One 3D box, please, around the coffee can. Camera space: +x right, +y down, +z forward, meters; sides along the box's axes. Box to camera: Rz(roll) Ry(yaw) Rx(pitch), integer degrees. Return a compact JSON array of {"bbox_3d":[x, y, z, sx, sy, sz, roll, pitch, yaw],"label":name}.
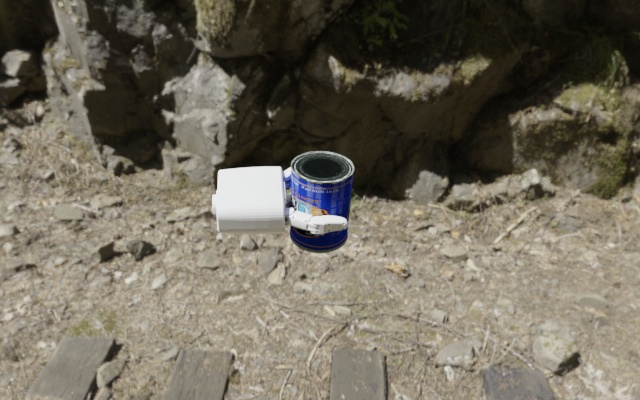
[{"bbox_3d":[0.000,0.003,0.802,0.103,0.140,0.102,2,34,-2],"label":"coffee can"}]
